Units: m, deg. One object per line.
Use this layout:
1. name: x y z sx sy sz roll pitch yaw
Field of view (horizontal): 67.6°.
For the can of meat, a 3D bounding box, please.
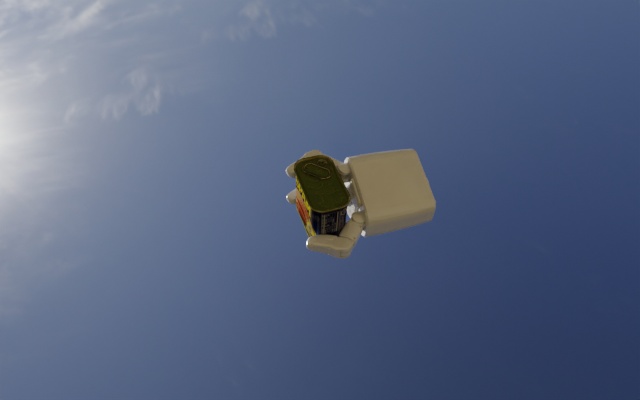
1. can of meat: 0.000 0.002 0.666 0.057 0.102 0.084 -14 -40 -13
